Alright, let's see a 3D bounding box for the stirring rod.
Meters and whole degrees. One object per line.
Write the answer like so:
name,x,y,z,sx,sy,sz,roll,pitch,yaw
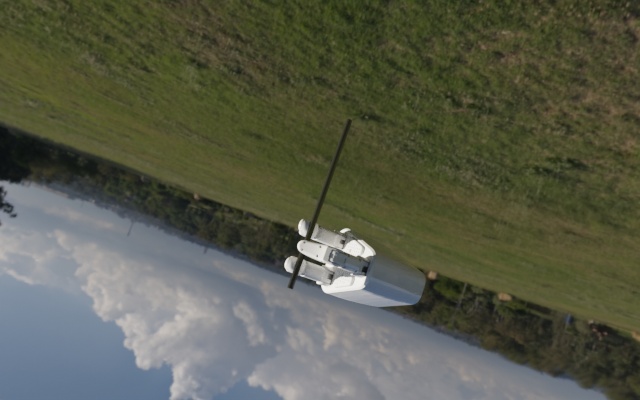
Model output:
stirring rod,0.000,0.002,0.638,0.011,0.239,0.011,19,-8,3
